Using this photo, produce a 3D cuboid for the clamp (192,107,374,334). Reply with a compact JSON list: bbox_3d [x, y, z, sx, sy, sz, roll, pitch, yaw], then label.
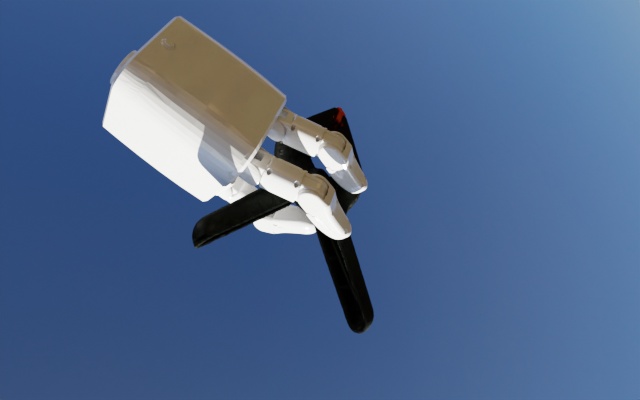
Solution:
[{"bbox_3d":[0.000,0.001,0.422,0.164,0.209,0.036,39,-44,-19],"label":"clamp"}]
